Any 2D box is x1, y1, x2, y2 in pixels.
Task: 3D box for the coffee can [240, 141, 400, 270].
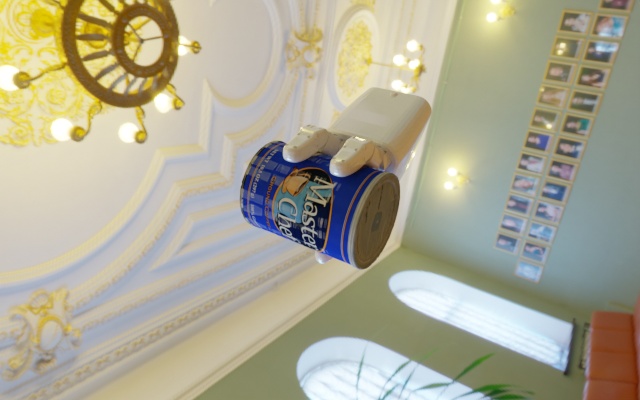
[{"bbox_3d":[0.000,0.002,0.512,0.140,0.103,0.103,19,9,27],"label":"coffee can"}]
